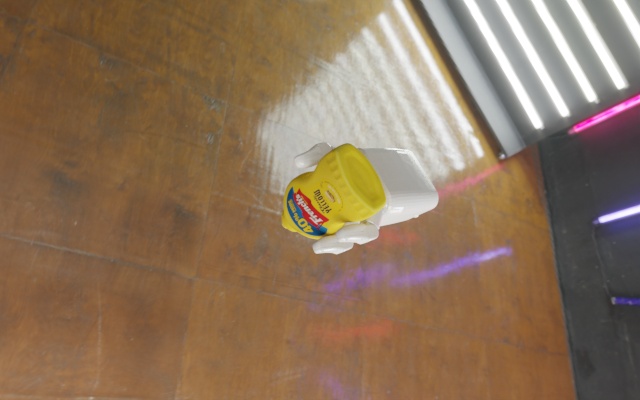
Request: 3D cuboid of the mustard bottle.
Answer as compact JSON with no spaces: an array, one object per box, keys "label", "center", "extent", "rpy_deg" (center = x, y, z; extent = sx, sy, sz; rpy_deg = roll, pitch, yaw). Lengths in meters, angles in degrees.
[{"label":"mustard bottle","center":[0.000,0.002,0.659],"extent":[0.058,0.096,0.192],"rpy_deg":[-34,2,-40]}]
